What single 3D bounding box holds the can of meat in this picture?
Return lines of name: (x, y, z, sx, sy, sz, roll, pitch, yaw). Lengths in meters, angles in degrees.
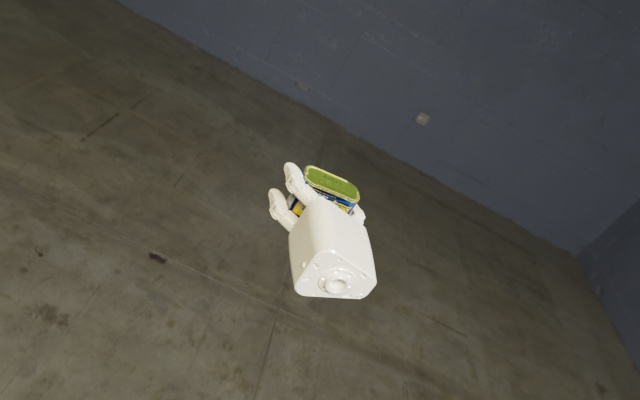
can of meat: (0.000, 0.002, 0.760, 0.102, 0.084, 0.057, 22, 33, -18)
